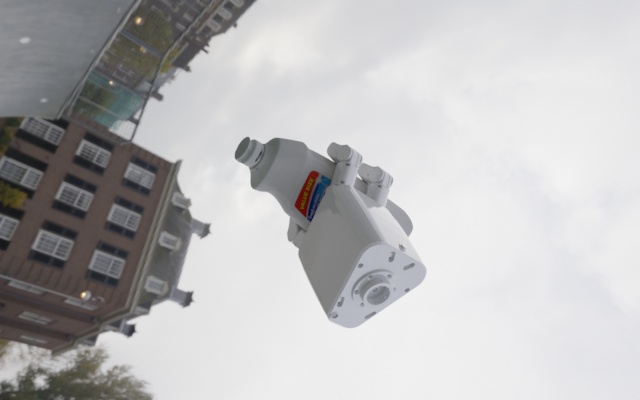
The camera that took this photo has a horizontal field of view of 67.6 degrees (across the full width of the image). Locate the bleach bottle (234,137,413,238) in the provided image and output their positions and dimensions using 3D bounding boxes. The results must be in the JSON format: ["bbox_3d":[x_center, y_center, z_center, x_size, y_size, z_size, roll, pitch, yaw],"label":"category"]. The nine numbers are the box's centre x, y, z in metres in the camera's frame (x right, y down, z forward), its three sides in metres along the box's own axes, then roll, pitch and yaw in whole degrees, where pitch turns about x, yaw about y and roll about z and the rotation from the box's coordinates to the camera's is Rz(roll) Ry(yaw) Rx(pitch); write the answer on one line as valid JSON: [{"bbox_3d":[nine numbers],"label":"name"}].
[{"bbox_3d":[0.000,0.002,0.590,0.251,0.102,0.068,30,18,-33],"label":"bleach bottle"}]
